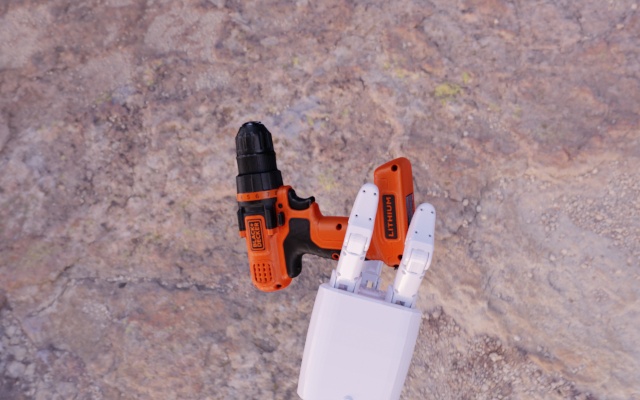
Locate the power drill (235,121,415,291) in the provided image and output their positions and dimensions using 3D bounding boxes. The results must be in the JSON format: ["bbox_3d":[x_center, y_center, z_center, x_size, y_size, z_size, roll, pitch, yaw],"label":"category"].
[{"bbox_3d":[0.001,0.002,0.492,0.187,0.184,0.057,-4,8,24],"label":"power drill"}]
